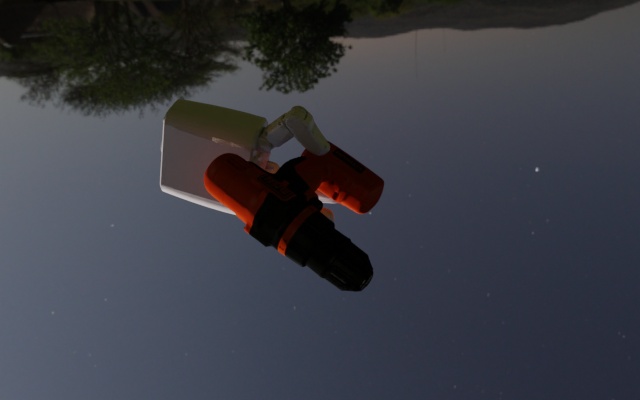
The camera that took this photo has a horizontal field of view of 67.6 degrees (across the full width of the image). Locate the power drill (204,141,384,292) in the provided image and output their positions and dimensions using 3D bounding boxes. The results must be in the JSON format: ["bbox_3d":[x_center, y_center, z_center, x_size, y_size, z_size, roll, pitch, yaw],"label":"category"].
[{"bbox_3d":[0.000,0.001,0.496,0.184,0.057,0.187,37,27,13],"label":"power drill"}]
